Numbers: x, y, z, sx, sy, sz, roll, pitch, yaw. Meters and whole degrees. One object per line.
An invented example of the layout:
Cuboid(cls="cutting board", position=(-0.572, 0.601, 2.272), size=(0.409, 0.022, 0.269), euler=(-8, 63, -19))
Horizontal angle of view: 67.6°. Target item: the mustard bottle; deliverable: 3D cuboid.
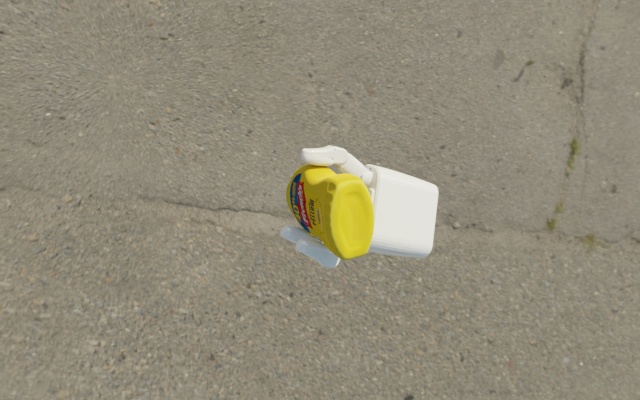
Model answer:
Cuboid(cls="mustard bottle", position=(0.000, 0.002, 0.617), size=(0.058, 0.096, 0.191), euler=(-13, 18, -20))
